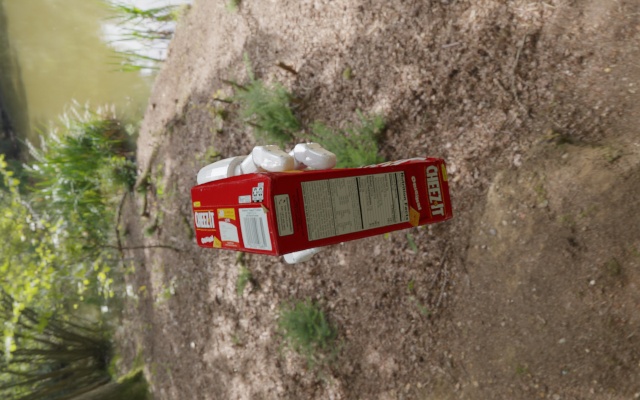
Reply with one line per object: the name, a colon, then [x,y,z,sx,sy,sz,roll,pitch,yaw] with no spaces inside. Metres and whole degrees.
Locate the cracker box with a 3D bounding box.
cracker box: [0.000,0.002,0.489,0.213,0.072,0.164,-9,3,-36]
